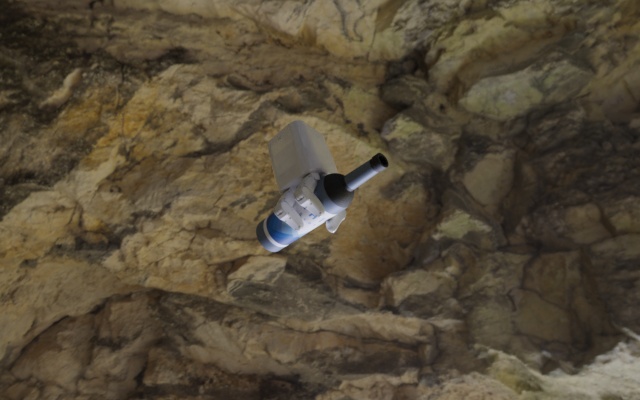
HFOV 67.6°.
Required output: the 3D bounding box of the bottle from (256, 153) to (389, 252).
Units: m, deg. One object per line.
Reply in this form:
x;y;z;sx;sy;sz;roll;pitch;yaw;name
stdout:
0.000;0.003;0.837;0.296;0.069;0.069;-34;-22;36;bottle
